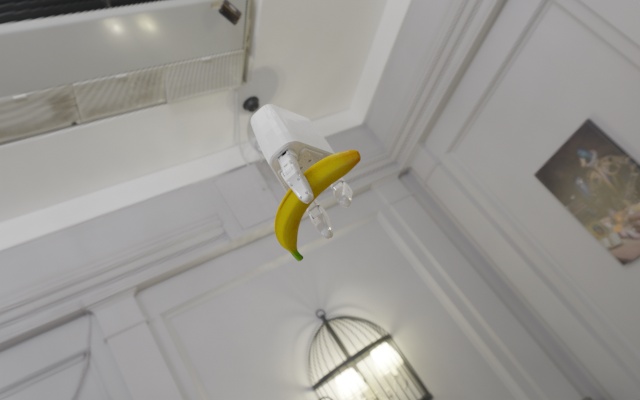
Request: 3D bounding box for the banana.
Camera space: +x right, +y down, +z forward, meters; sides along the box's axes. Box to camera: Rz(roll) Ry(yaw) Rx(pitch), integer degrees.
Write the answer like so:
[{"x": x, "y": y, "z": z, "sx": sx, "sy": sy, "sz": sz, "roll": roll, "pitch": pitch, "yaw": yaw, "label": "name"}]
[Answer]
[{"x": -0.018, "y": 0.000, "z": 0.682, "sx": 0.069, "sy": 0.198, "sz": 0.037, "roll": 16, "pitch": 30, "yaw": -26, "label": "banana"}]
